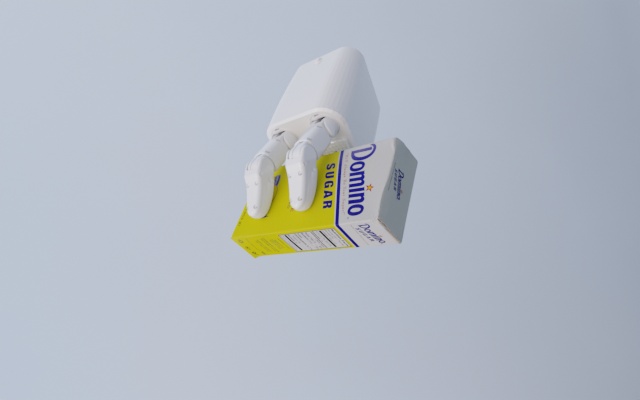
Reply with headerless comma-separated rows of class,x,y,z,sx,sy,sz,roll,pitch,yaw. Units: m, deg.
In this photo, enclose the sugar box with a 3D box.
sugar box,0.000,0.001,0.460,0.176,0.093,0.048,-13,-43,39
